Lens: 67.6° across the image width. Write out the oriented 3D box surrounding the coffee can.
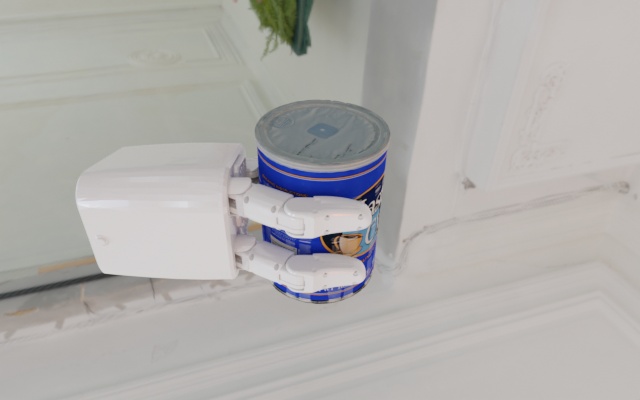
[{"bbox_3d":[0.000,0.001,0.402,0.103,0.140,0.102,1,37,-1],"label":"coffee can"}]
